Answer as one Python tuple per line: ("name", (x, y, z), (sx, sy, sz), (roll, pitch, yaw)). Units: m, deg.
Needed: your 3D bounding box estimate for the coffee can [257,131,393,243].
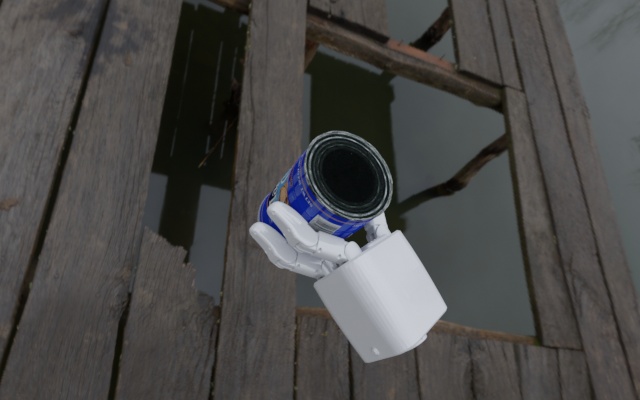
("coffee can", (0.000, 0.002, 0.538), (0.103, 0.102, 0.140), (0, -24, -28))
